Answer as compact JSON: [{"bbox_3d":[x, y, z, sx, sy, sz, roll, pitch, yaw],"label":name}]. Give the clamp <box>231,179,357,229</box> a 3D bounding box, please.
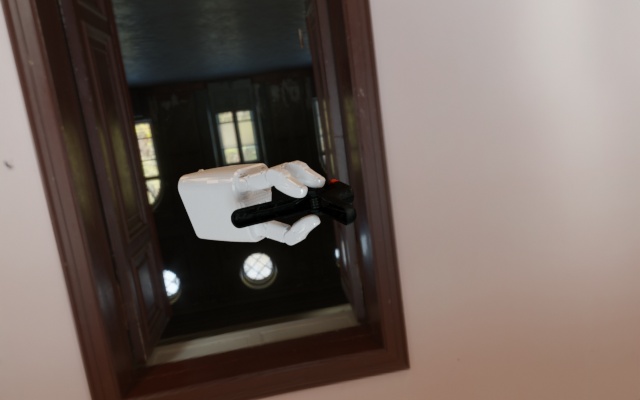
[{"bbox_3d":[0.000,0.003,0.662,0.164,0.036,0.210,0,12,26],"label":"clamp"}]
